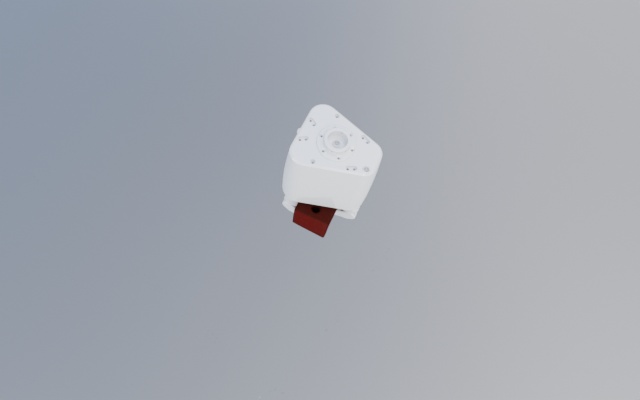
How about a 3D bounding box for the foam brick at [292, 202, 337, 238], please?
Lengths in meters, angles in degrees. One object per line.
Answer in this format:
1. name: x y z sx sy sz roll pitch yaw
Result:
1. foam brick: 0.000 0.003 0.682 0.053 0.078 0.051 25 -23 3
